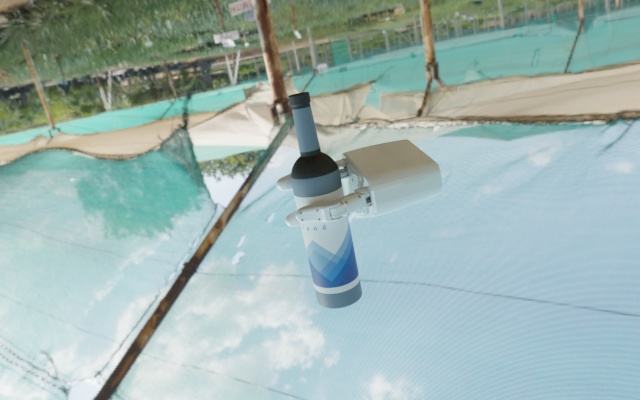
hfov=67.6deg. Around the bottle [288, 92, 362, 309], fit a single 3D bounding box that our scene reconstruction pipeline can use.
[{"bbox_3d":[0.000,0.002,0.651,0.069,0.296,0.069,-10,17,3],"label":"bottle"}]
